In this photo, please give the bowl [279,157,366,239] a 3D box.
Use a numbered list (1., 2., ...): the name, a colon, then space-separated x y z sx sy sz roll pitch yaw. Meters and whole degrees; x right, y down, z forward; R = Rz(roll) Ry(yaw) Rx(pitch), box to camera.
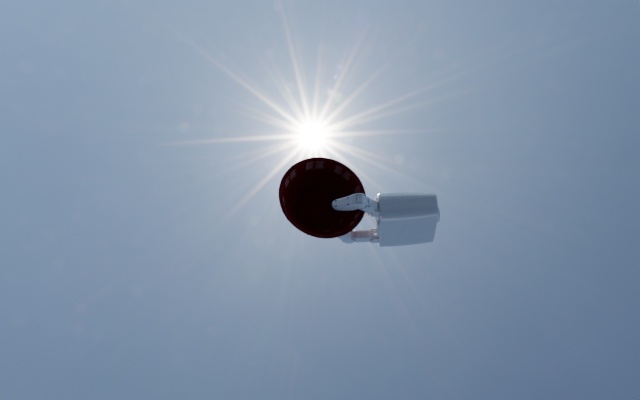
1. bowl: -0.001 0.003 0.880 0.162 0.162 0.055 0 -25 -12
